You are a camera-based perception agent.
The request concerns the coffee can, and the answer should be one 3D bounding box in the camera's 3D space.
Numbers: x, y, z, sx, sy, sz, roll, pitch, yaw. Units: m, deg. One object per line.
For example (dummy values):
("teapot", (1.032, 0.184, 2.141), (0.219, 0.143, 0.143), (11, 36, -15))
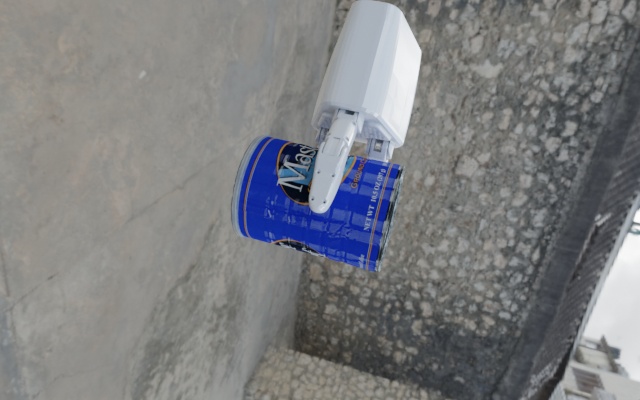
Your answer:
("coffee can", (0.000, 0.002, 0.457), (0.140, 0.103, 0.103), (14, 3, 11))
